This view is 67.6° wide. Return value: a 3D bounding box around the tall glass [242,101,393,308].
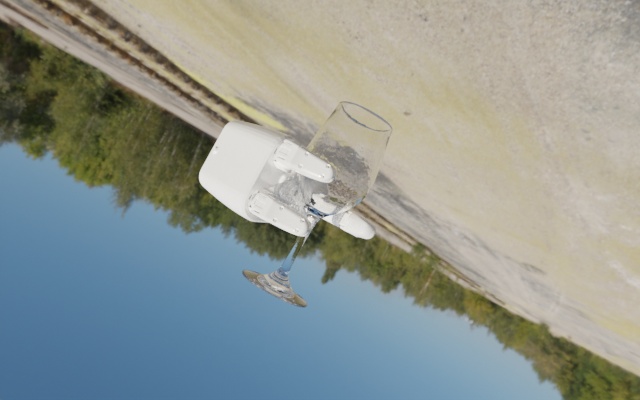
[{"bbox_3d":[0.000,0.002,0.487,0.079,0.201,0.079,28,-2,1],"label":"tall glass"}]
